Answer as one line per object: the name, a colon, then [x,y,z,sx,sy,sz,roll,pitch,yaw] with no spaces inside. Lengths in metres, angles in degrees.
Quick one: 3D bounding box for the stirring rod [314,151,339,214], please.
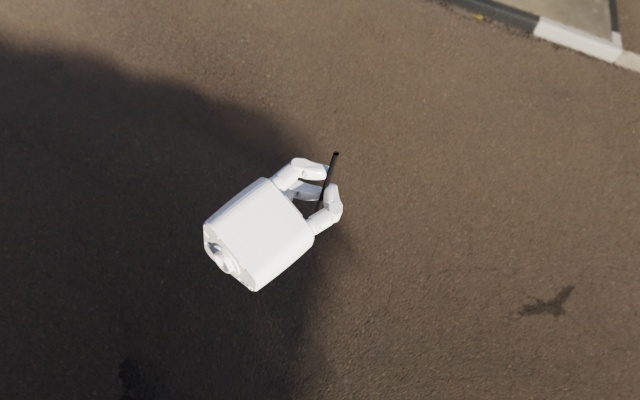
stirring rod: [0.000,0.003,0.737,0.011,0.011,0.240,0,-33,-12]
